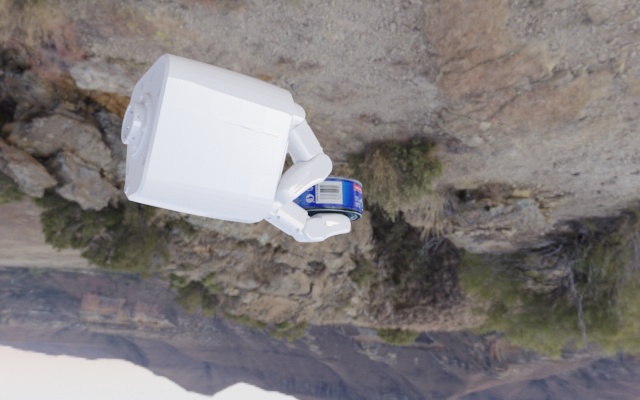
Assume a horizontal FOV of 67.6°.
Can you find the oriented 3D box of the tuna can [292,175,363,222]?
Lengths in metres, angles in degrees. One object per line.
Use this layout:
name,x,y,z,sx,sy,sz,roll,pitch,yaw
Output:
tuna can,0.000,0.002,0.483,0.086,0.033,0.086,-1,-13,0
